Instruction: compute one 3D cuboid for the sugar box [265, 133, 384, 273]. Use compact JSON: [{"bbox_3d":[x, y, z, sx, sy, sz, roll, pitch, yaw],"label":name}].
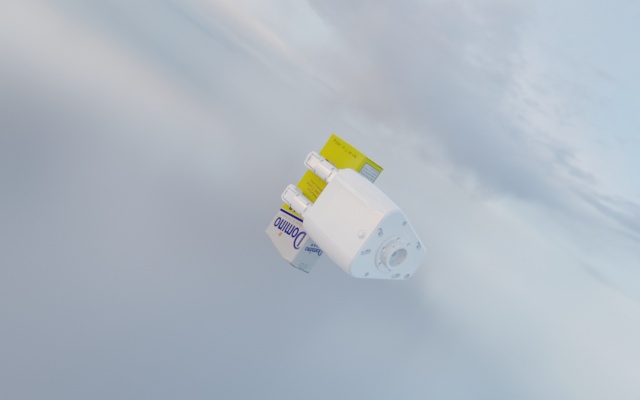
[{"bbox_3d":[0.000,0.002,0.662,0.048,0.176,0.093,32,8,-39],"label":"sugar box"}]
